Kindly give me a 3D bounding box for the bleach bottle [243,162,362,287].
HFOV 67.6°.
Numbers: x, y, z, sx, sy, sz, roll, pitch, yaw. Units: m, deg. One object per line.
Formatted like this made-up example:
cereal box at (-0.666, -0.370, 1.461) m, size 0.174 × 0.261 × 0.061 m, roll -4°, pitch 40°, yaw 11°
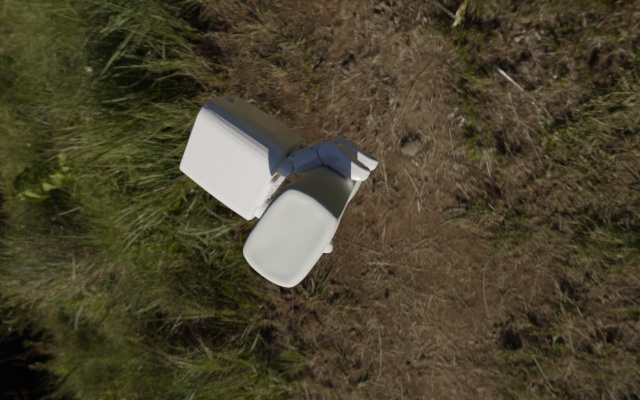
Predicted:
bleach bottle at (0.000, 0.002, 0.555) m, size 0.068 × 0.102 × 0.250 m, roll 36°, pitch 20°, yaw 2°
